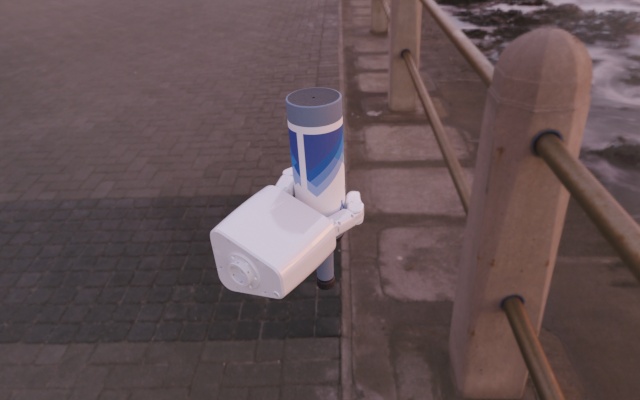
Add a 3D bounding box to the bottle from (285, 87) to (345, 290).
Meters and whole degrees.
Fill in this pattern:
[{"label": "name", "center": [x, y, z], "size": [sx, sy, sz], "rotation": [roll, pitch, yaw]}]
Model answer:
[{"label": "bottle", "center": [0.000, 0.002, 0.640], "size": [0.069, 0.296, 0.069], "rotation": [-3, 33, 2]}]
